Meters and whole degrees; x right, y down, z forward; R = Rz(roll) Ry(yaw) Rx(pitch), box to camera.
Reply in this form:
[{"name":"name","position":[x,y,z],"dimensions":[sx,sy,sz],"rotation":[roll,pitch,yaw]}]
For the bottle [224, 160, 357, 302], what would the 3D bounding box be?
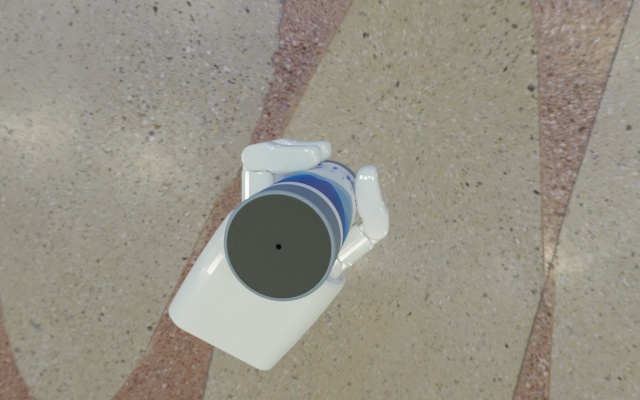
[{"name":"bottle","position":[0.000,0.001,0.415],"dimensions":[0.069,0.069,0.295],"rotation":[0,10,10]}]
